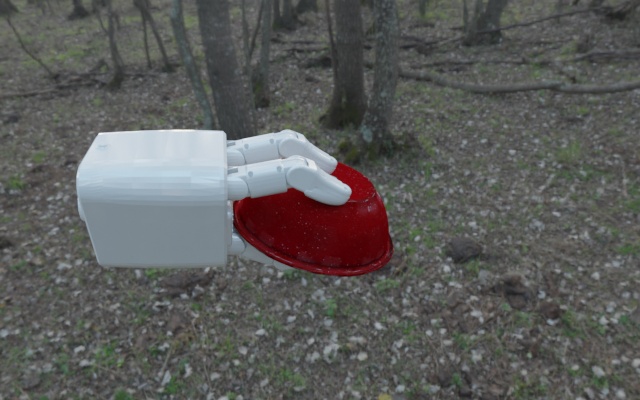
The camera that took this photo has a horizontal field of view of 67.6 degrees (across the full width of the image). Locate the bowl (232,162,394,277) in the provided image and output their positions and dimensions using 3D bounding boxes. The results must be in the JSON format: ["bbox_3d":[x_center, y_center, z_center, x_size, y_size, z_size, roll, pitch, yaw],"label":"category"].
[{"bbox_3d":[0.001,0.001,0.453,0.162,0.055,0.162,14,26,-7],"label":"bowl"}]
